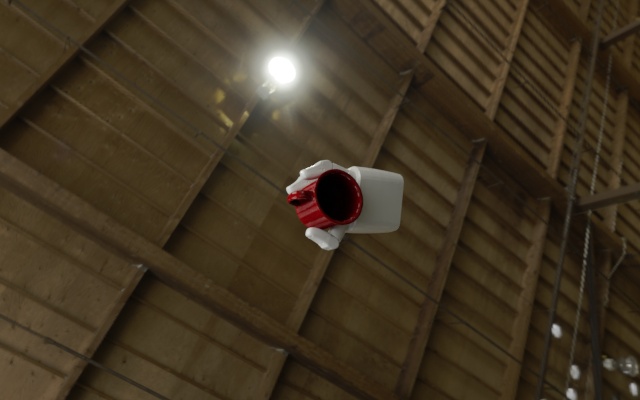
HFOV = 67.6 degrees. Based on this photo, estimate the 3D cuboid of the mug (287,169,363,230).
[{"bbox_3d":[-0.001,0.003,0.789,0.117,0.093,0.081,5,-17,-30],"label":"mug"}]
